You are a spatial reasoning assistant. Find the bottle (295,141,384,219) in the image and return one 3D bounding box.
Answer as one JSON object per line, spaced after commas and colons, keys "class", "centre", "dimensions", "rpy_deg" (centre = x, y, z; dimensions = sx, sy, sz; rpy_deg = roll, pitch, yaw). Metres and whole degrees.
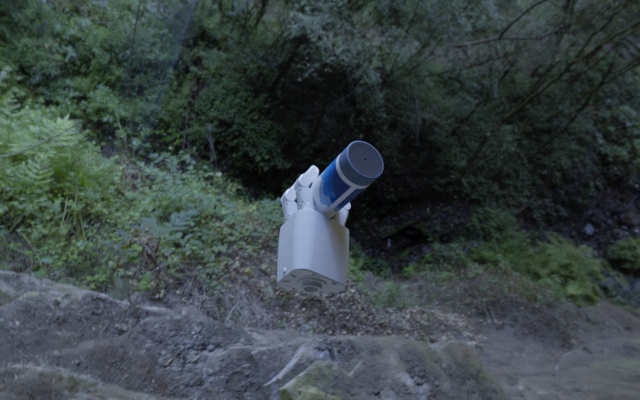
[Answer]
{"class": "bottle", "centre": [0.000, 0.003, 0.835], "dimensions": [0.069, 0.069, 0.296], "rpy_deg": [0, -26, -31]}
